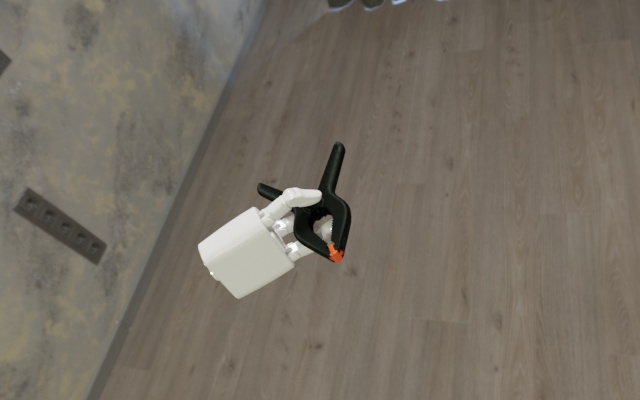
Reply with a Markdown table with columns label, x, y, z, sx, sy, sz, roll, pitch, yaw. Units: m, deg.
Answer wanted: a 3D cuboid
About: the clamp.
| label | x | y | z | sx | sy | sz | roll | pitch | yaw |
| --- | --- | --- | --- | --- | --- | --- | --- | --- | --- |
| clamp | 0.000 | 0.003 | 0.750 | 0.164 | 0.209 | 0.036 | -34 | -40 | 3 |
